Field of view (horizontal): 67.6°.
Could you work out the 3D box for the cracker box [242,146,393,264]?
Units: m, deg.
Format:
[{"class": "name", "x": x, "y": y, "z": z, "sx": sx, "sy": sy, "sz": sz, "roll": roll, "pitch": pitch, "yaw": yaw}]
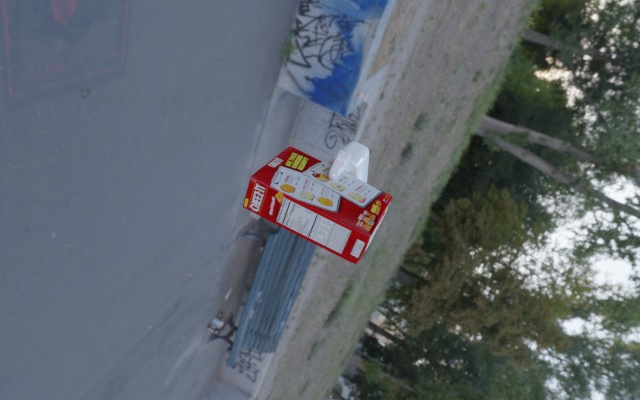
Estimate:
[{"class": "cracker box", "x": 0.000, "y": 0.003, "z": 0.818, "sx": 0.213, "sy": 0.072, "sz": 0.164, "roll": 26, "pitch": 30, "yaw": 9}]
